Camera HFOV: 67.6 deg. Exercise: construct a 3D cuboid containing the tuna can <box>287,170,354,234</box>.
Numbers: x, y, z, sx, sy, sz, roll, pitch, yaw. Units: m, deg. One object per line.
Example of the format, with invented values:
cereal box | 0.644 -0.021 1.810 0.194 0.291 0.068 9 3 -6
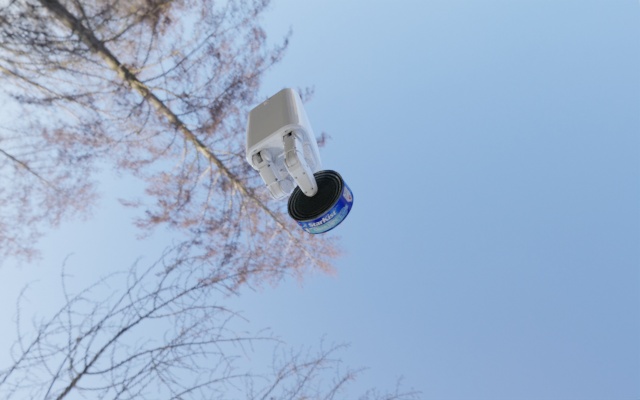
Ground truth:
tuna can | 0.000 0.002 0.634 0.086 0.086 0.034 0 -38 40
